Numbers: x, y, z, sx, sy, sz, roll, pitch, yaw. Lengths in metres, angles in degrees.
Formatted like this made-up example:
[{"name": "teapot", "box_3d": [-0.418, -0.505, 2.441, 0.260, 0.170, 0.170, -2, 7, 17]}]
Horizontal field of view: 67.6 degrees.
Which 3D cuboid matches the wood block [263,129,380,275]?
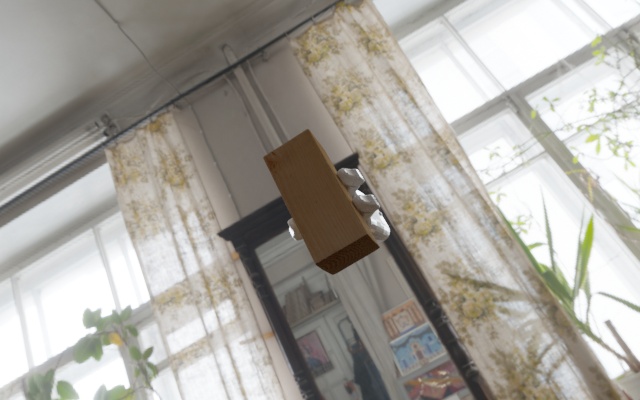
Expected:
[{"name": "wood block", "box_3d": [0.000, 0.003, 0.766, 0.091, 0.206, 0.090, -32, -26, 7]}]
